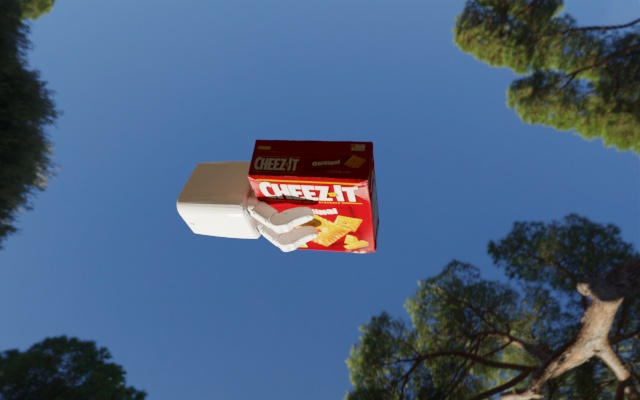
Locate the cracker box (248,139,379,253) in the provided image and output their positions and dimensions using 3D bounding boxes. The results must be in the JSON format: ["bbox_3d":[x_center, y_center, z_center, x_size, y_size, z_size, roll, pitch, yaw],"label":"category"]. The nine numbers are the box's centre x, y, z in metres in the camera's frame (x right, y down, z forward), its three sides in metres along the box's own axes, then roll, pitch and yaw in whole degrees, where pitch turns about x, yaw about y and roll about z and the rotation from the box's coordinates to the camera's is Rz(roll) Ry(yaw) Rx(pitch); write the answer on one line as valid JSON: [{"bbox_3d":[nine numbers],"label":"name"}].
[{"bbox_3d":[0.000,0.002,0.713,0.164,0.072,0.214,2,-31,11],"label":"cracker box"}]
